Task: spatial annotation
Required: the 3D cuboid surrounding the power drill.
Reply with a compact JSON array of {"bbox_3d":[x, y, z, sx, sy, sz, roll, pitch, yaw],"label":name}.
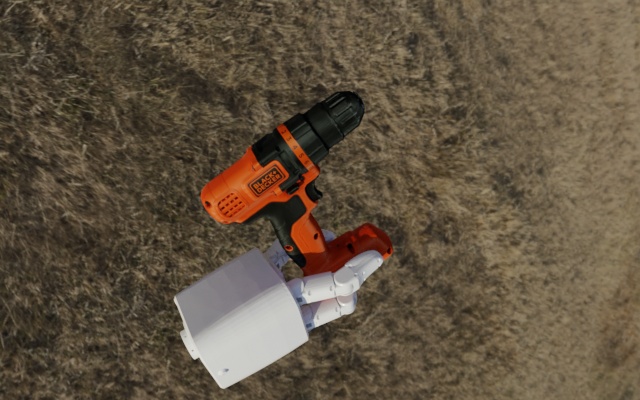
[{"bbox_3d":[0.000,0.002,0.501,0.184,0.188,0.057,-35,29,5],"label":"power drill"}]
